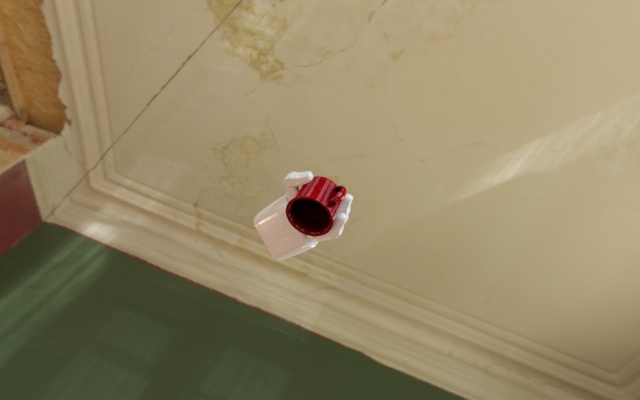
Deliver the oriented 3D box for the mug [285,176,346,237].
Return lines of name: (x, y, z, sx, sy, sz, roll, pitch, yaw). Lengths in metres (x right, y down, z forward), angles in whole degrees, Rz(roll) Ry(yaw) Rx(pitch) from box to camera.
mug: (0.001, 0.002, 0.898, 0.117, 0.093, 0.081, -27, 22, 36)
